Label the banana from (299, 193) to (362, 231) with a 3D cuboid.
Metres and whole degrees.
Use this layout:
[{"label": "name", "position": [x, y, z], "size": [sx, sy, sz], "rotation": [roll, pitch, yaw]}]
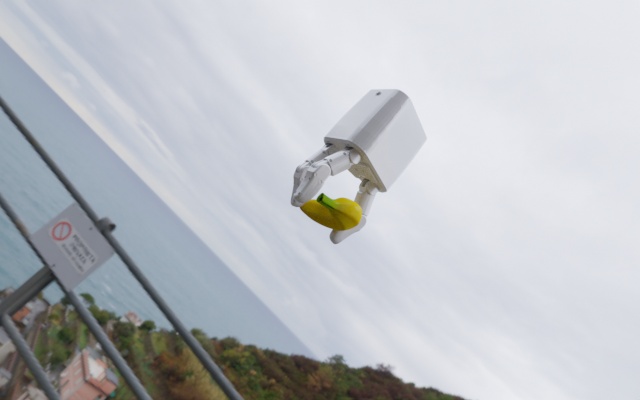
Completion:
[{"label": "banana", "position": [0.015, 0.013, 0.638], "size": [0.069, 0.037, 0.198], "rotation": [37, -10, -5]}]
